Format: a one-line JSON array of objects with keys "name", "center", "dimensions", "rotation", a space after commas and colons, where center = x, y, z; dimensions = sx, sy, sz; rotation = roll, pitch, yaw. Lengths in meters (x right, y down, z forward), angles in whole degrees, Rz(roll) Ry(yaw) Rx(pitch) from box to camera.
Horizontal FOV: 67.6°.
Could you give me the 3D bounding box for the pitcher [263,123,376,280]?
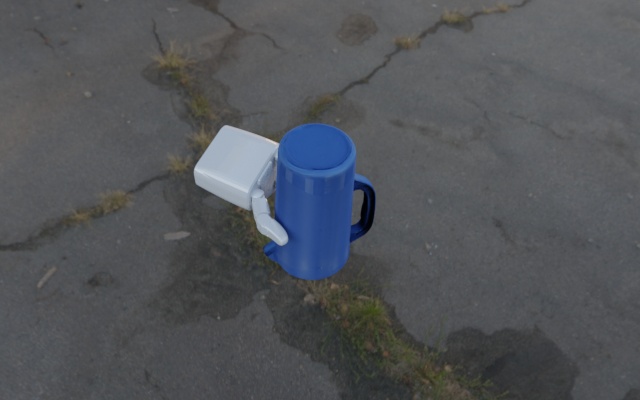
[{"name": "pitcher", "center": [0.000, 0.002, 0.739], "dimensions": [0.145, 0.243, 0.149], "rotation": [24, 52, 16]}]
